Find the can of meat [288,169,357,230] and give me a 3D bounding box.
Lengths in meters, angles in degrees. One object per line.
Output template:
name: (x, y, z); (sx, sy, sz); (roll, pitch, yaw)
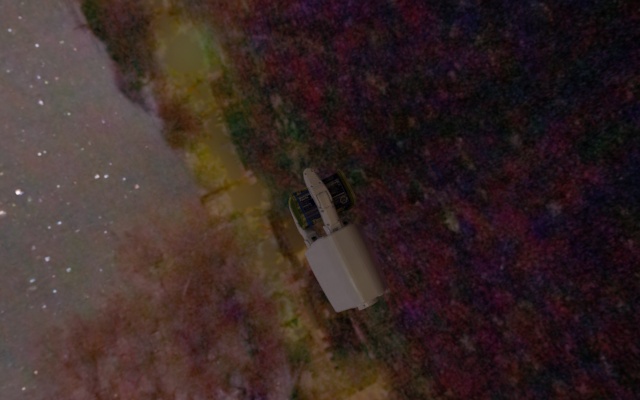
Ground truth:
can of meat: (0.000, 0.002, 0.723); (0.084, 0.057, 0.102); (-26, -6, -8)
